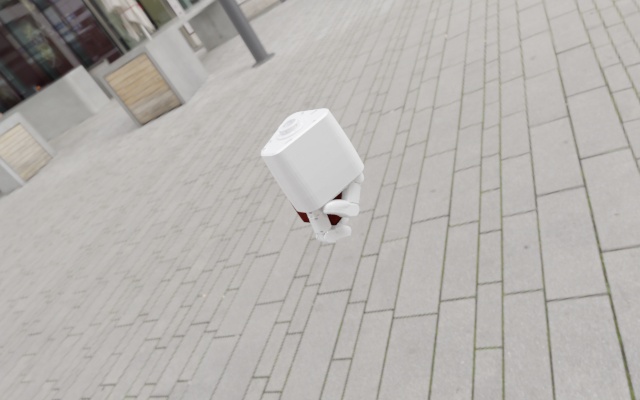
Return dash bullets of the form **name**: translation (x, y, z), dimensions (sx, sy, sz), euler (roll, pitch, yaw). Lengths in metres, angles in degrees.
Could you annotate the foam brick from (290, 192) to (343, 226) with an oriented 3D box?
- **foam brick**: translation (0.000, 0.003, 0.748), dimensions (0.078, 0.051, 0.053), euler (5, 47, 49)
